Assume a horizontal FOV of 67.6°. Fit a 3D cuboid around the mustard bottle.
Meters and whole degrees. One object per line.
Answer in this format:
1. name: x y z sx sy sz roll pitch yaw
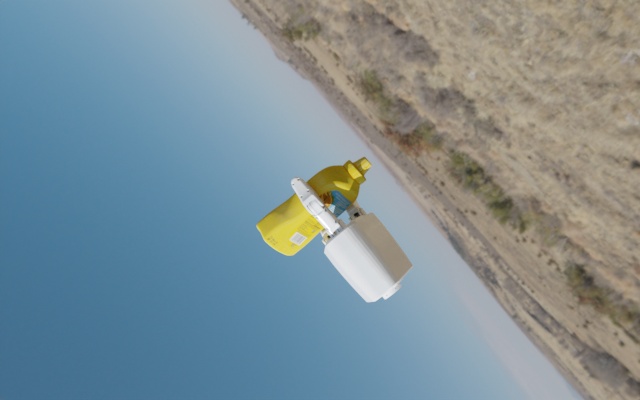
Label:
1. mustard bottle: 0.000 0.002 0.729 0.191 0.058 0.096 -40 -34 8
